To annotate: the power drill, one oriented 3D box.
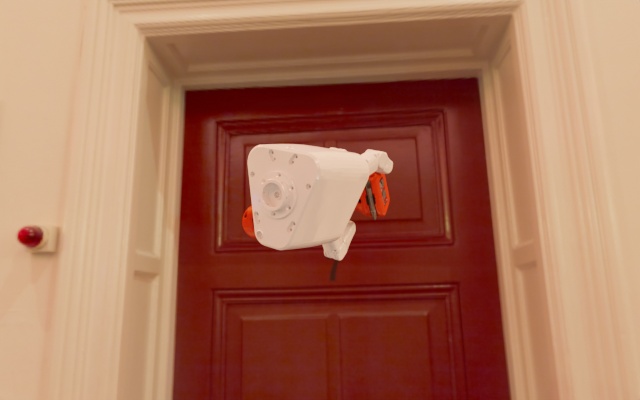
[{"bbox_3d":[0.000,0.002,0.675,0.187,0.057,0.184,-13,10,13],"label":"power drill"}]
